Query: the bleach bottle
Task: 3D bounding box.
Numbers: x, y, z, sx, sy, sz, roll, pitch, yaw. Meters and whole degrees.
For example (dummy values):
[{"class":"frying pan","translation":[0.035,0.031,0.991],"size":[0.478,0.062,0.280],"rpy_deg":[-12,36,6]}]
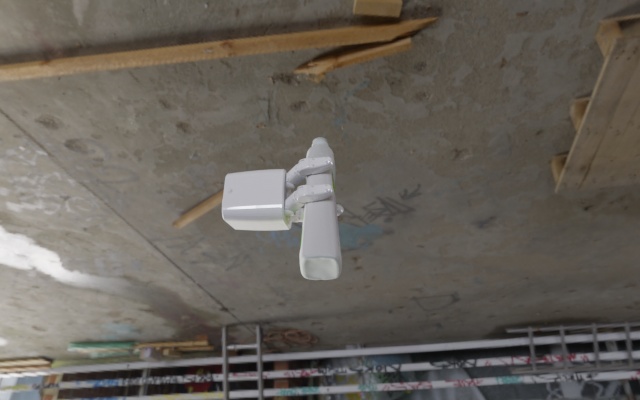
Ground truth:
[{"class":"bleach bottle","translation":[0.000,0.003,0.830],"size":[0.068,0.250,0.103],"rpy_deg":[-1,-32,1]}]
